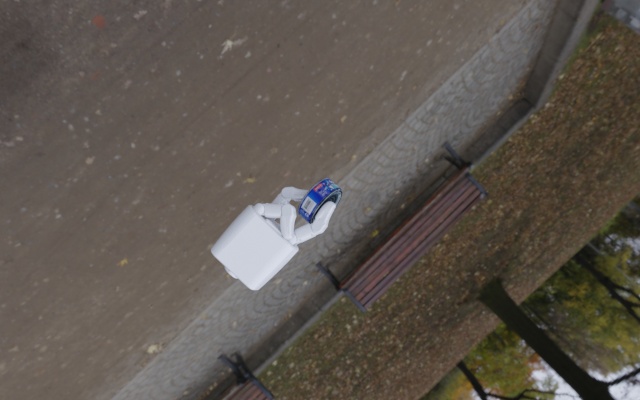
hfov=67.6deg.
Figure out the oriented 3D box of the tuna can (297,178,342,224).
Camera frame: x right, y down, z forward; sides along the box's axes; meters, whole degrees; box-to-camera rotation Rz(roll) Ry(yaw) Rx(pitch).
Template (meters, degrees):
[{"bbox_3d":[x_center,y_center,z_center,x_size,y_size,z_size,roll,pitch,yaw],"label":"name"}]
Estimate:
[{"bbox_3d":[0.001,0.003,0.861,0.033,0.086,0.086,41,15,18],"label":"tuna can"}]
